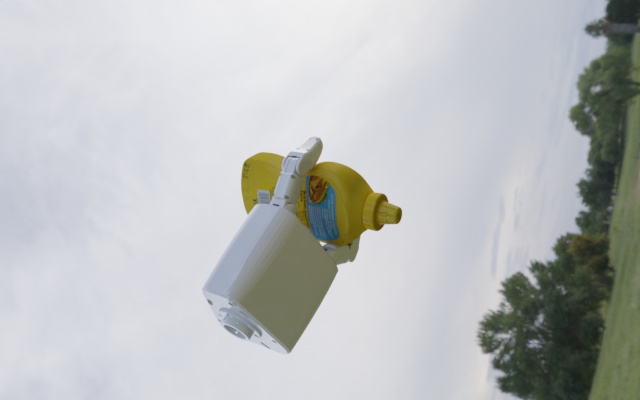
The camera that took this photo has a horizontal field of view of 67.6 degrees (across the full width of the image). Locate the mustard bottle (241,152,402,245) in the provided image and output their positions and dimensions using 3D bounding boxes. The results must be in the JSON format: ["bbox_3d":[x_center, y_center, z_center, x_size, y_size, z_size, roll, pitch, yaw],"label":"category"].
[{"bbox_3d":[0.000,0.002,0.541,0.191,0.096,0.058,10,29,31],"label":"mustard bottle"}]
